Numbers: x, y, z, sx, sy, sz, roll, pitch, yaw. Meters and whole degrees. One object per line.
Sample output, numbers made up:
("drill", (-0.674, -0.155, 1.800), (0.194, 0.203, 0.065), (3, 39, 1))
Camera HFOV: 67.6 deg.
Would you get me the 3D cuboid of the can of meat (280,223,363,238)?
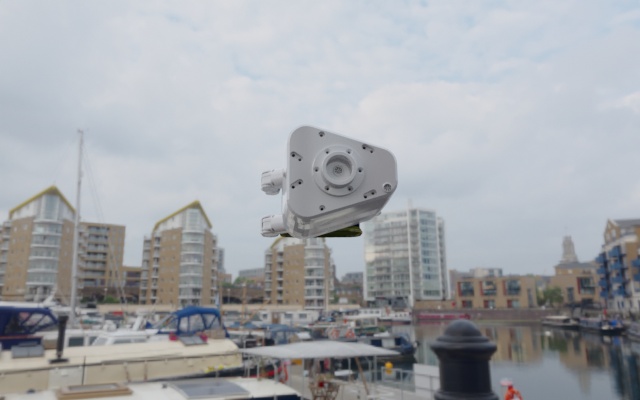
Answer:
("can of meat", (0.000, 0.002, 0.598), (0.102, 0.084, 0.057), (0, -11, -1))
